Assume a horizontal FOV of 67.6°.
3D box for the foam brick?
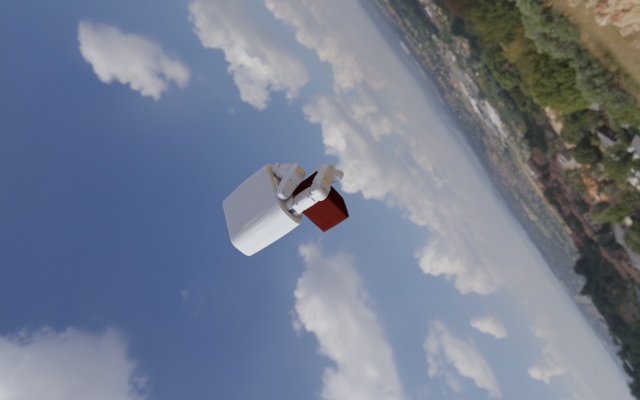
[{"bbox_3d":[0.000,0.003,0.775,0.051,0.078,0.053,-36,33,16],"label":"foam brick"}]
